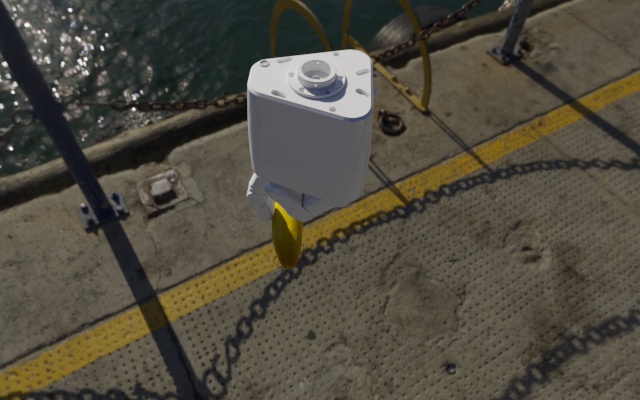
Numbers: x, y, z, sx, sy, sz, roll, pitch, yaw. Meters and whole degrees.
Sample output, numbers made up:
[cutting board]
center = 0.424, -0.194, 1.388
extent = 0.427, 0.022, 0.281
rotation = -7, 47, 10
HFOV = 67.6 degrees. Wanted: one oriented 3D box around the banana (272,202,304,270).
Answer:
[banana]
center = -0.015, -0.008, 0.575
extent = 0.069, 0.197, 0.037
rotation = 25, -34, 15
